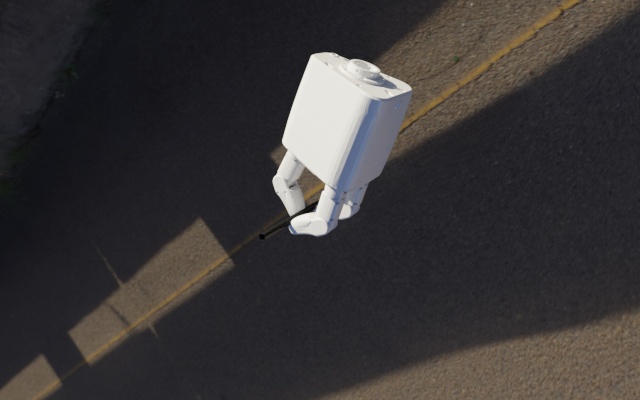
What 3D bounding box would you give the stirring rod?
[{"bbox_3d":[0.000,0.002,0.610,0.011,0.011,0.239,0,18,34],"label":"stirring rod"}]
